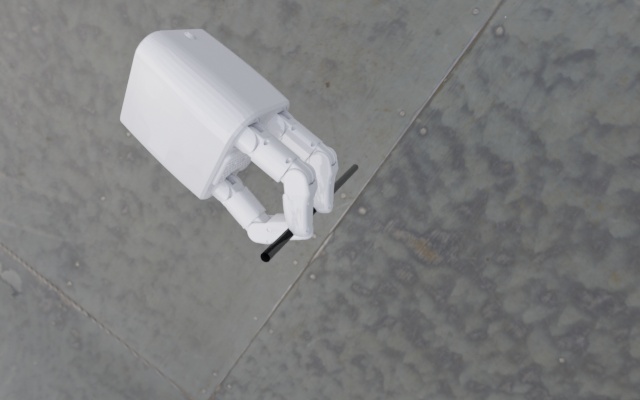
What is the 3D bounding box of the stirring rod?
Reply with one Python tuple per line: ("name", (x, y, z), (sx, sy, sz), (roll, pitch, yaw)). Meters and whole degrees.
("stirring rod", (0.000, 0.001, 0.457), (0.011, 0.011, 0.239), (0, 20, 21))
